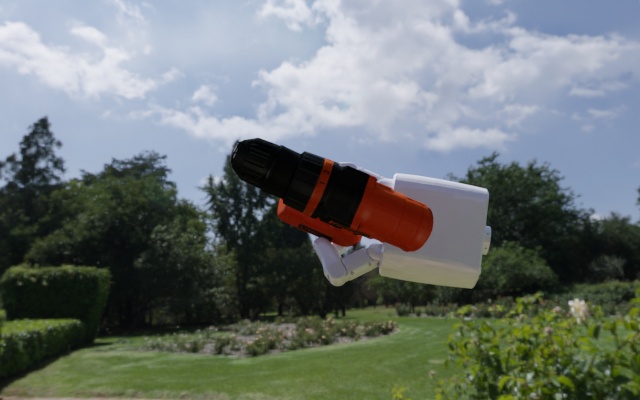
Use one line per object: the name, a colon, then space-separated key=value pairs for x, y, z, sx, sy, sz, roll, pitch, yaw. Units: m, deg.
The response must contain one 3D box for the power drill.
power drill: x=0.000 y=0.002 z=0.480 sx=0.184 sy=0.057 sz=0.187 roll=24 pitch=-7 yaw=-5
